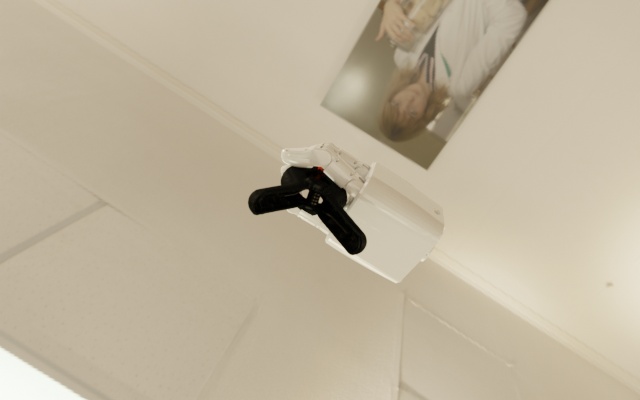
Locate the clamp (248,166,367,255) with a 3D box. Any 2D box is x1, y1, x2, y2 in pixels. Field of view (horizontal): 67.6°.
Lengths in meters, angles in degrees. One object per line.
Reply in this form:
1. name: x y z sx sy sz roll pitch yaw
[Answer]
1. clamp: 0.000 0.002 0.518 0.120 0.039 0.171 32 23 0
